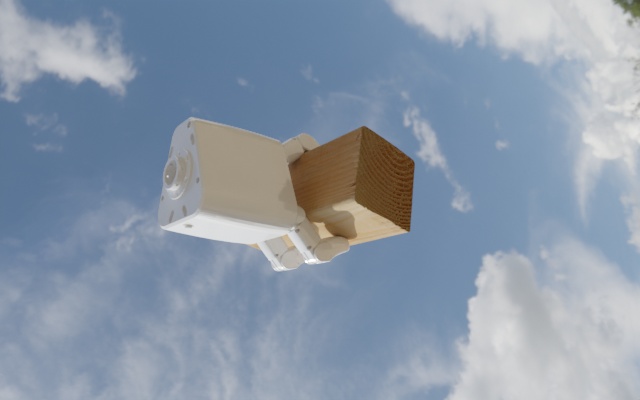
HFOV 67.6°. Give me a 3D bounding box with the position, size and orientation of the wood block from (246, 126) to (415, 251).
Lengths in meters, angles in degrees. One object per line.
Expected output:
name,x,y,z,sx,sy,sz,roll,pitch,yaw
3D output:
wood block,0.000,0.001,0.564,0.090,0.090,0.206,28,-31,-35
